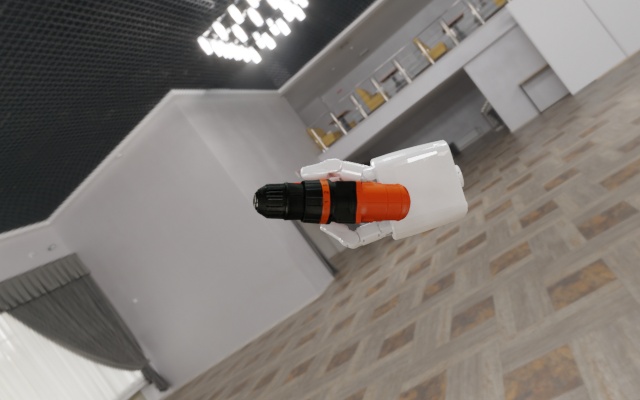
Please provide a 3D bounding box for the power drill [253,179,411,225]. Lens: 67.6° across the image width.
[{"bbox_3d":[0.000,0.002,0.619,0.184,0.057,0.187,2,1,-12],"label":"power drill"}]
